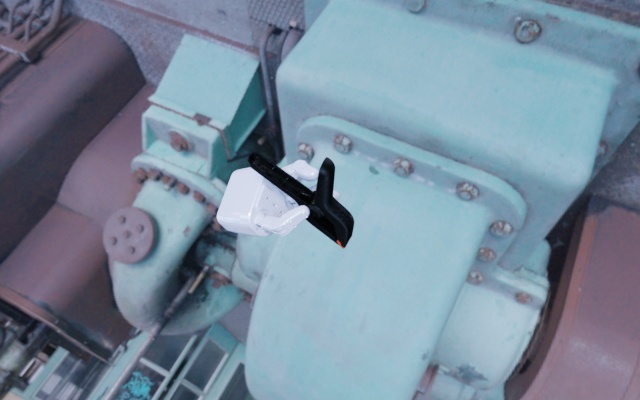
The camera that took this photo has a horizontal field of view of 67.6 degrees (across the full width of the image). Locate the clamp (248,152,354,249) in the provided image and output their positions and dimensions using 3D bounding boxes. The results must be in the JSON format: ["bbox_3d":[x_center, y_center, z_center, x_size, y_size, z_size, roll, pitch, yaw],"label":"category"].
[{"bbox_3d":[0.000,0.003,0.719,0.164,0.036,0.210,5,-37,48],"label":"clamp"}]
